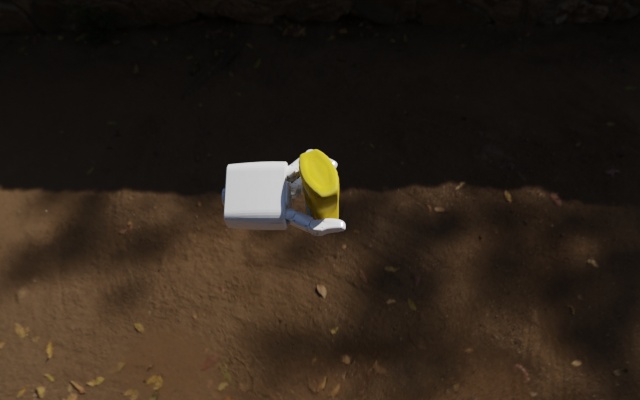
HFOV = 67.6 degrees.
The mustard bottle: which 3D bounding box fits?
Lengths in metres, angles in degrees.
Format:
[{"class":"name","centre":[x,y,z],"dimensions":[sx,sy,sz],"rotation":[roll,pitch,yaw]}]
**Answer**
[{"class":"mustard bottle","centre":[0.000,0.003,0.848],"dimensions":[0.058,0.096,0.192],"rotation":[-22,-31,-11]}]
